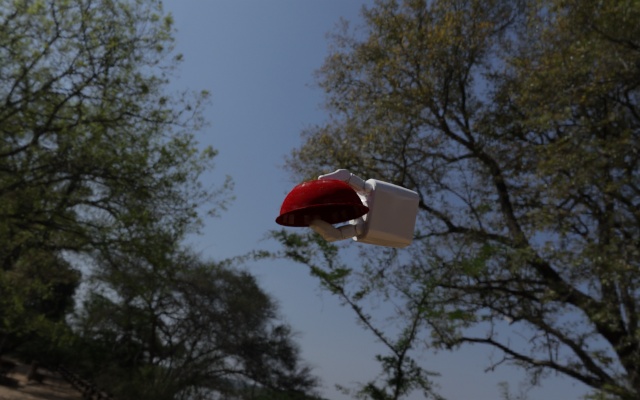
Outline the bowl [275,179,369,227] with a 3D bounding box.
[{"bbox_3d":[-0.001,0.002,0.819,0.162,0.055,0.162,-7,-14,-2],"label":"bowl"}]
